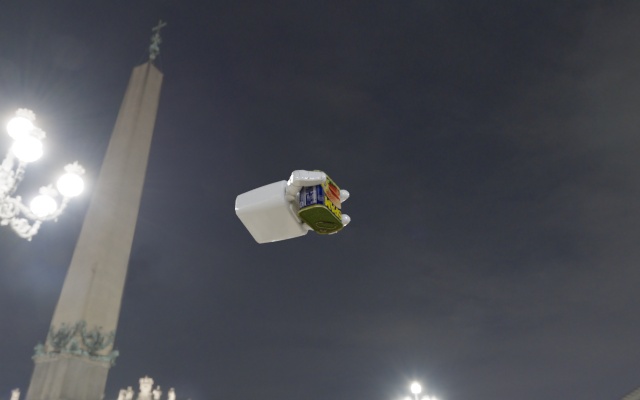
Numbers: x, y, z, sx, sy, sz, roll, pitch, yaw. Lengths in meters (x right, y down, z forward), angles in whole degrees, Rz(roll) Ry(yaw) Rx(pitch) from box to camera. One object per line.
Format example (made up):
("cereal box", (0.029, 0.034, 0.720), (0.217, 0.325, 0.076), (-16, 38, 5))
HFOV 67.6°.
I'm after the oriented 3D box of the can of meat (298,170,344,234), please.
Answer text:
("can of meat", (0.000, 0.003, 0.891), (0.057, 0.084, 0.102), (-17, -35, 22))
